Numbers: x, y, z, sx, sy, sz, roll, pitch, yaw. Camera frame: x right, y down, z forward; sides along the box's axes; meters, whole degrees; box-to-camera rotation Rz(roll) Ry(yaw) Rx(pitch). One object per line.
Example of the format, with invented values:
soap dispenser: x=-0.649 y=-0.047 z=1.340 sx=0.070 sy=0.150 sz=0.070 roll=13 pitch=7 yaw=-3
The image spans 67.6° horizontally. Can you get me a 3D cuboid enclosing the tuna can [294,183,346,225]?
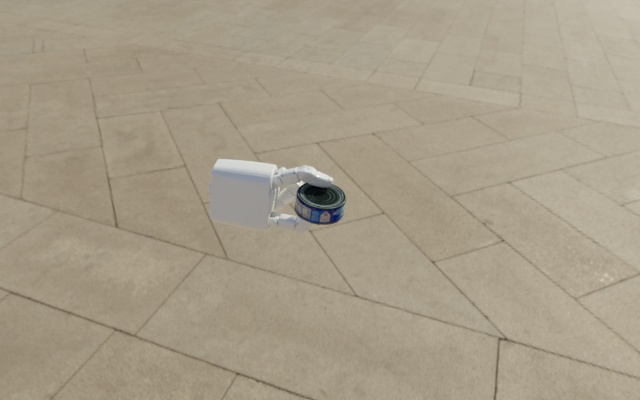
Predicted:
tuna can: x=0.000 y=0.002 z=0.807 sx=0.086 sy=0.034 sz=0.086 roll=6 pitch=34 yaw=-4
